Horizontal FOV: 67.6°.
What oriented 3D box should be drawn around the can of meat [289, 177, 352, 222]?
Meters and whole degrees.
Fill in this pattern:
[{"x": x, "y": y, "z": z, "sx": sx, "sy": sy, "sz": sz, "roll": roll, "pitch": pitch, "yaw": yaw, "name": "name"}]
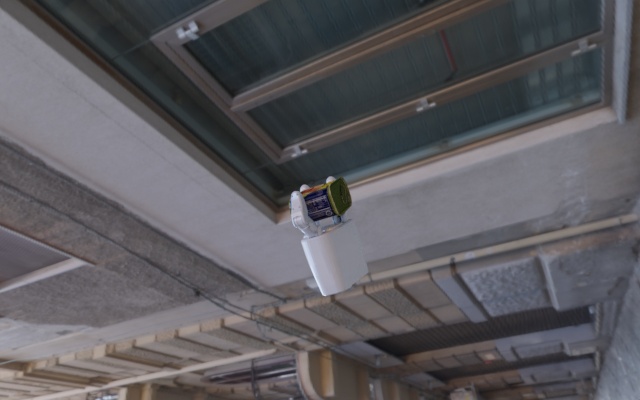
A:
[{"x": 0.000, "y": 0.003, "z": 0.848, "sx": 0.084, "sy": 0.057, "sz": 0.102, "roll": -18, "pitch": 8, "yaw": 21, "name": "can of meat"}]
